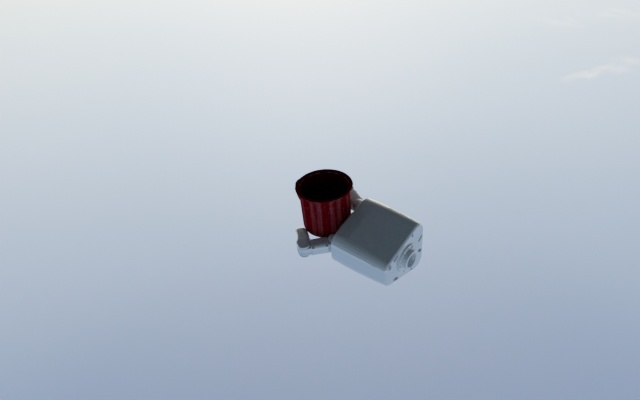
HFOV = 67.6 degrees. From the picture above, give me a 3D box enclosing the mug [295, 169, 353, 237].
[{"bbox_3d":[-0.001,0.002,0.793,0.117,0.082,0.093,27,48,36],"label":"mug"}]
